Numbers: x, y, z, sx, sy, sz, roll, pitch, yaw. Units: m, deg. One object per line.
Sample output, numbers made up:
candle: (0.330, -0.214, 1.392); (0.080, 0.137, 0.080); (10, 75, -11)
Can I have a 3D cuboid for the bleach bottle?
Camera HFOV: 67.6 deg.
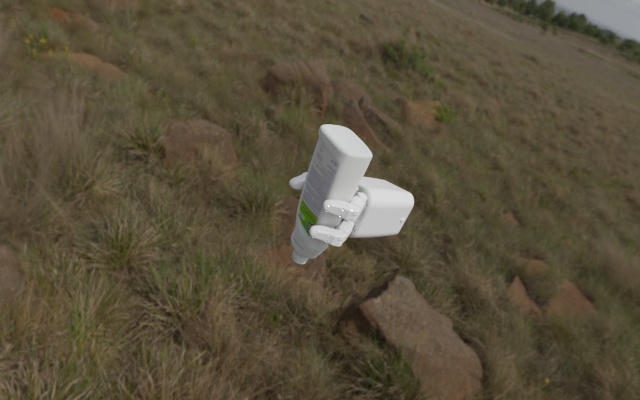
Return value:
bleach bottle: (0.000, 0.003, 0.823); (0.068, 0.251, 0.102); (1, 37, -34)
